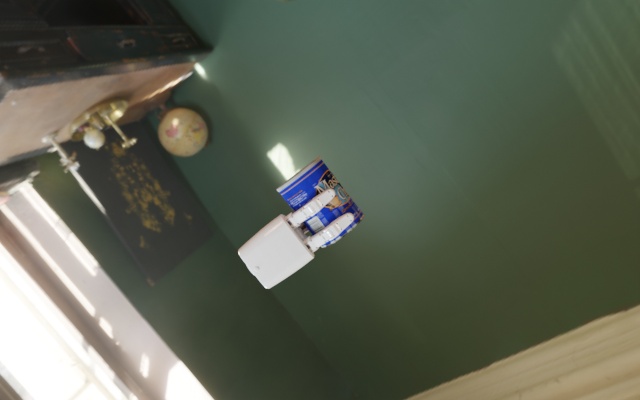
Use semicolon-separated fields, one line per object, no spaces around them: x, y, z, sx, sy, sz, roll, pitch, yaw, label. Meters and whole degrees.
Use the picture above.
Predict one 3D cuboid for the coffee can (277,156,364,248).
0.000;0.003;0.900;0.103;0.140;0.103;-37;6;4;coffee can
